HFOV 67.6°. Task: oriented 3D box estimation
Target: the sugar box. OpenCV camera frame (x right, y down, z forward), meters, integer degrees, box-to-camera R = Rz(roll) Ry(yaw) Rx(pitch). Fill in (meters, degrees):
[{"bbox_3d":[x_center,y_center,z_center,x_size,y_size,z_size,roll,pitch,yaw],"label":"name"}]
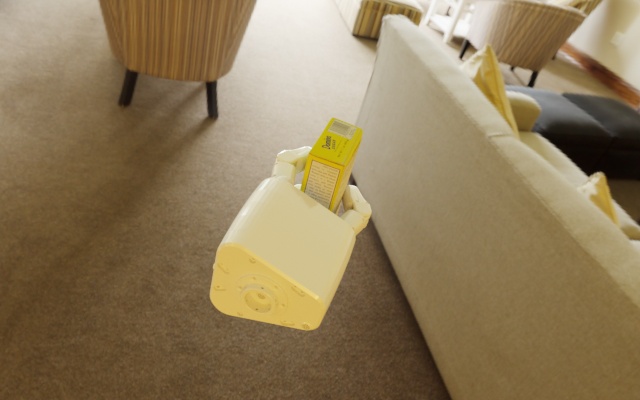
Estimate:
[{"bbox_3d":[0.000,0.002,0.561,0.048,0.176,0.093,22,37,5],"label":"sugar box"}]
